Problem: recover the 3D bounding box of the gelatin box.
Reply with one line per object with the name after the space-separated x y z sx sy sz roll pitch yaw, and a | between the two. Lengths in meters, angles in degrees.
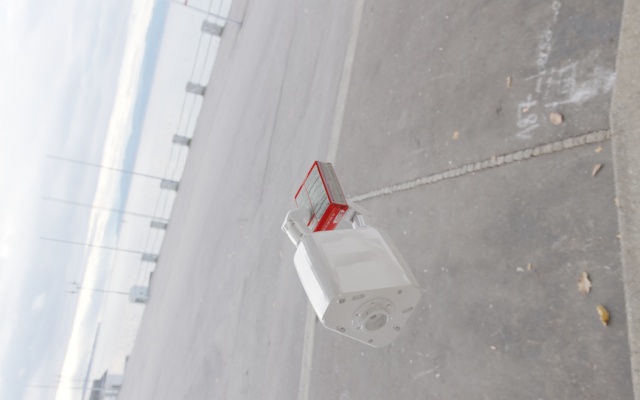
0.000 0.002 0.648 0.030 0.089 0.073 8 -49 -28 | gelatin box
